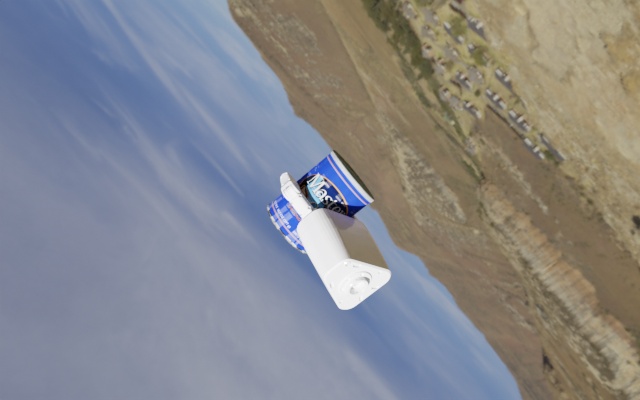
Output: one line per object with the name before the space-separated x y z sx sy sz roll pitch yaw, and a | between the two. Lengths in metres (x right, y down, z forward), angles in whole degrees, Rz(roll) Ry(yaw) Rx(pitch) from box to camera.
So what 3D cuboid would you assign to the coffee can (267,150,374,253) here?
coffee can | 0.000 0.002 0.767 0.140 0.103 0.103 -39 -8 10
